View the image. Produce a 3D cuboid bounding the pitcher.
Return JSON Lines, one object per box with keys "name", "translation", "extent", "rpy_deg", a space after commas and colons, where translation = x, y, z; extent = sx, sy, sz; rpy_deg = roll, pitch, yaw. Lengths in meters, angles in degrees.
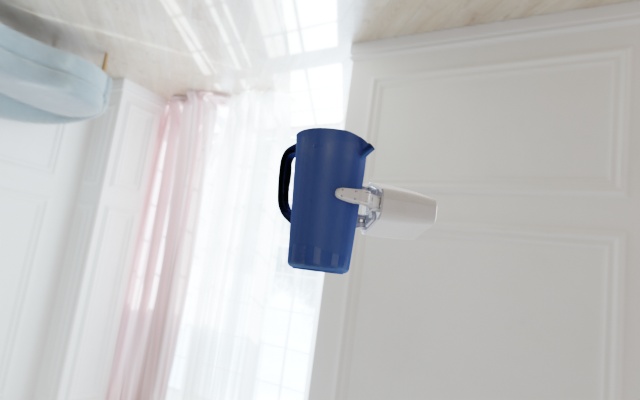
{"name": "pitcher", "translation": [0.000, 0.003, 0.846], "extent": [0.145, 0.242, 0.149], "rpy_deg": [9, -9, -13]}
